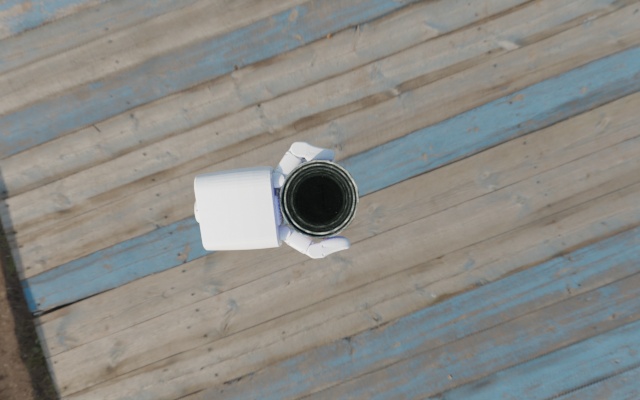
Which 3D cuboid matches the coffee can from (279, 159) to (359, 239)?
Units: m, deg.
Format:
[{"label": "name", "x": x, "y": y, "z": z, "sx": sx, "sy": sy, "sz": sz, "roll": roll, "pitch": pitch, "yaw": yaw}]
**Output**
[{"label": "coffee can", "x": 0.000, "y": 0.002, "z": 0.679, "sx": 0.103, "sy": 0.103, "sz": 0.140, "roll": 0, "pitch": -4, "yaw": 1}]
